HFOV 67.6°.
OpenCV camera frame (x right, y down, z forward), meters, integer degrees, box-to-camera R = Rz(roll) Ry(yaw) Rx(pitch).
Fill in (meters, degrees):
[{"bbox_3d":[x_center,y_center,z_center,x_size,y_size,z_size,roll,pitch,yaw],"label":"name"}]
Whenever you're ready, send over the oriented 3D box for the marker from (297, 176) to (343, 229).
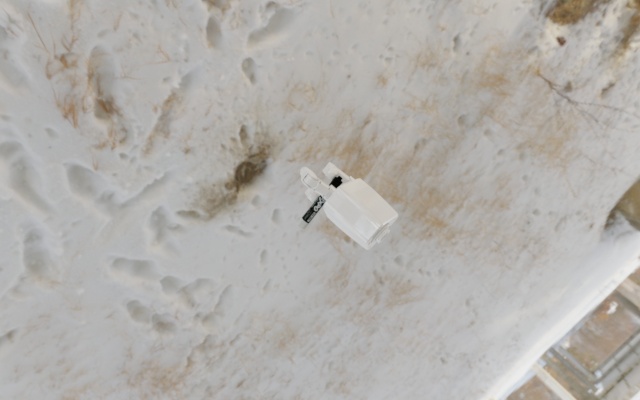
[{"bbox_3d":[0.000,0.003,0.885,0.020,0.121,0.020,37,12,-9],"label":"marker"}]
